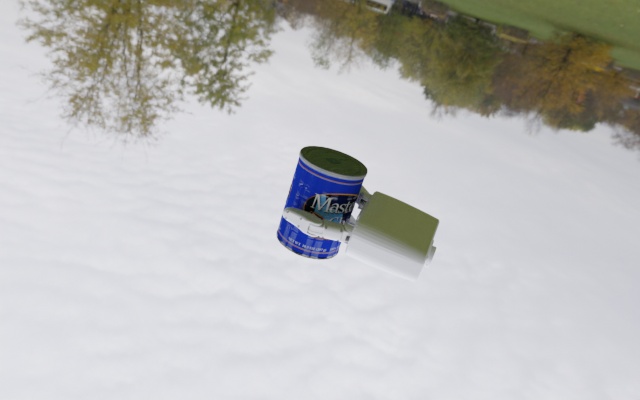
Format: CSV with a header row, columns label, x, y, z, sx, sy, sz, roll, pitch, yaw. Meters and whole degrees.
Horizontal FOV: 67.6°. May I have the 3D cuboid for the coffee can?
label,x,y,z,sx,sy,sz,roll,pitch,yaw
coffee can,0.000,0.002,0.718,0.103,0.140,0.102,15,24,-7
